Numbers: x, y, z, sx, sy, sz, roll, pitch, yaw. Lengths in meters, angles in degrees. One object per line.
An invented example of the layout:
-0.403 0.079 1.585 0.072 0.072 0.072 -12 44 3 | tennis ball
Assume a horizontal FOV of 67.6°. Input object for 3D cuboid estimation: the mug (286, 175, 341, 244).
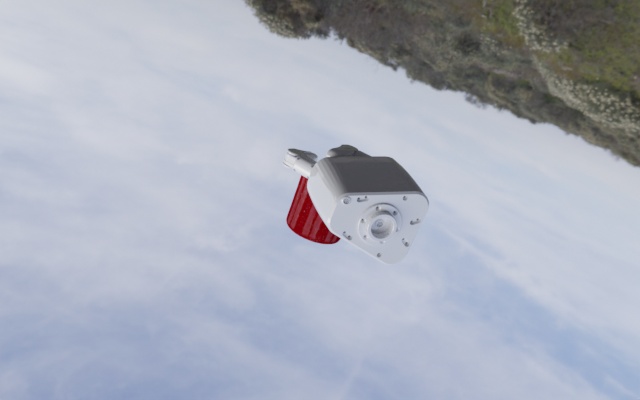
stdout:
0.000 0.002 0.665 0.093 0.081 0.117 14 19 -18 | mug
